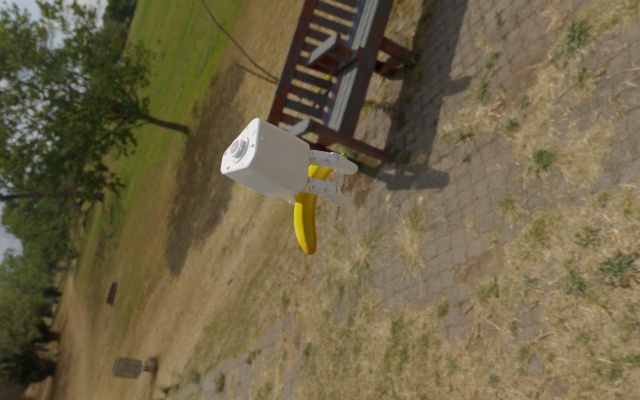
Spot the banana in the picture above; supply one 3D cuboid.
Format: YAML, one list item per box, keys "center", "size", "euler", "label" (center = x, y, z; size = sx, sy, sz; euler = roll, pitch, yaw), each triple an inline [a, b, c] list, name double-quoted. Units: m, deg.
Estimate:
- center: [-0.013, -0.001, 0.848]
  size: [0.069, 0.197, 0.037]
  euler: [4, -21, 40]
  label: "banana"
